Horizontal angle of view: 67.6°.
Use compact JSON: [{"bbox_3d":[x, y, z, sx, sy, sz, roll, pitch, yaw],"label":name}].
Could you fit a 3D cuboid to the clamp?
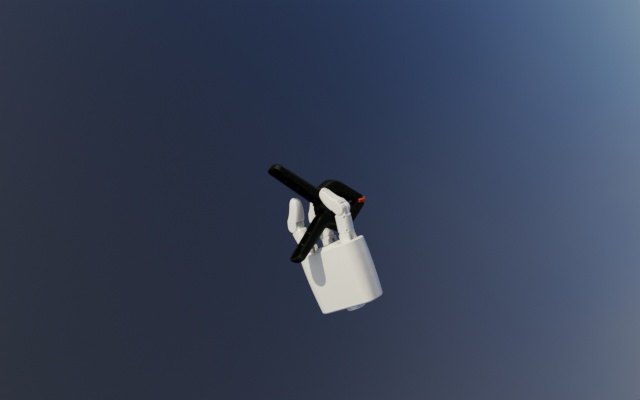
[{"bbox_3d":[0.001,0.003,0.837,0.036,0.164,0.210,-19,0,44],"label":"clamp"}]
